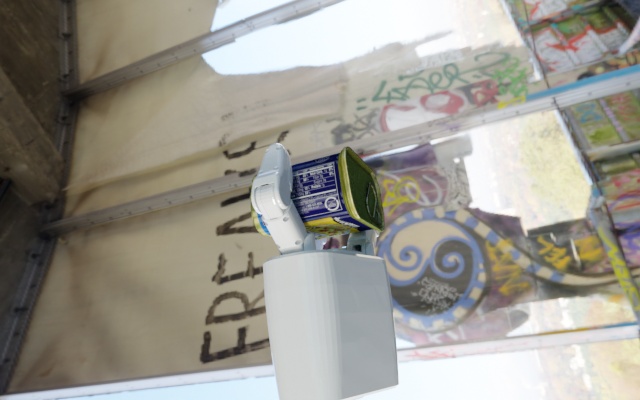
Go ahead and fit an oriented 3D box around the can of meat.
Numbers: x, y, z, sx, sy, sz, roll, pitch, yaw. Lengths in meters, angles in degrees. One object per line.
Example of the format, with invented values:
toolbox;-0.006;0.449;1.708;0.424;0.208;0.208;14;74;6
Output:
can of meat;0.000;0.001;0.404;0.084;0.057;0.102;-13;-16;19
